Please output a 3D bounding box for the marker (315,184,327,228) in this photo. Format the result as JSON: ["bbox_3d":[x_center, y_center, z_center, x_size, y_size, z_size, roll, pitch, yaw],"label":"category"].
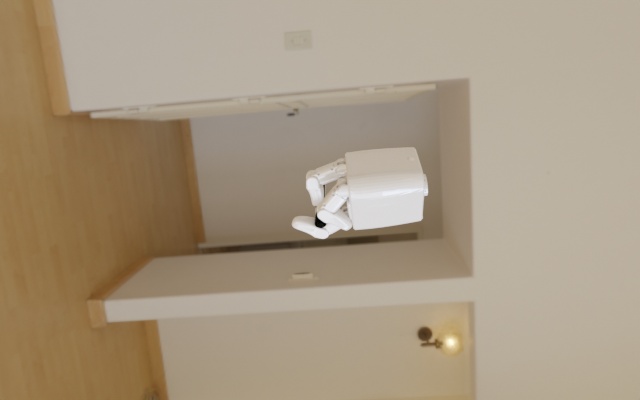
[{"bbox_3d":[0.000,0.003,0.777,0.020,0.020,0.121,0,37,0],"label":"marker"}]
